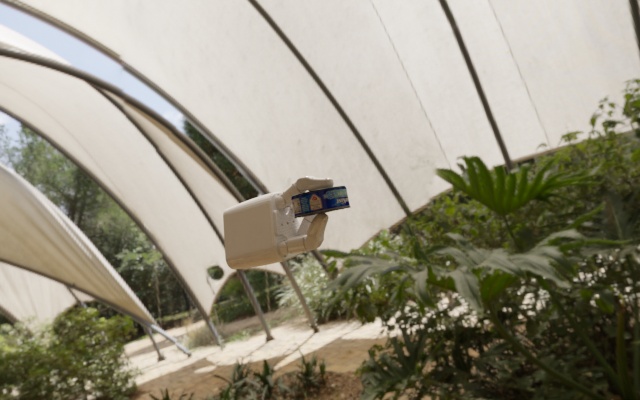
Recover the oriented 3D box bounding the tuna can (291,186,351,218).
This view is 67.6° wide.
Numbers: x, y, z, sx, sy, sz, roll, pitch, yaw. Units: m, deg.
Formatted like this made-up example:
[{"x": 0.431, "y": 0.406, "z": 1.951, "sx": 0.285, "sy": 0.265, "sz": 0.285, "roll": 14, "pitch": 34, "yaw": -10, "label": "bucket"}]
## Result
[{"x": 0.000, "y": 0.002, "z": 0.713, "sx": 0.086, "sy": 0.034, "sz": 0.086, "roll": -11, "pitch": -3, "yaw": 0, "label": "tuna can"}]
